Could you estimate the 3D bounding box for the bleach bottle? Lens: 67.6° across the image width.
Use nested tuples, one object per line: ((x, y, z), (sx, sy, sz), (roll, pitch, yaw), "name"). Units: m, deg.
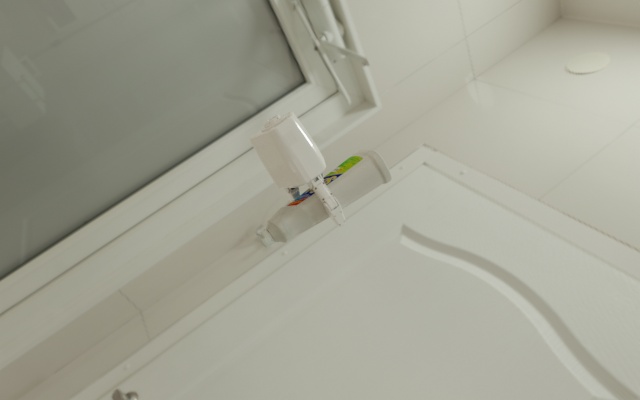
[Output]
((0.000, 0.003, 0.853), (0.251, 0.068, 0.102), (-35, 16, -10), "bleach bottle")
